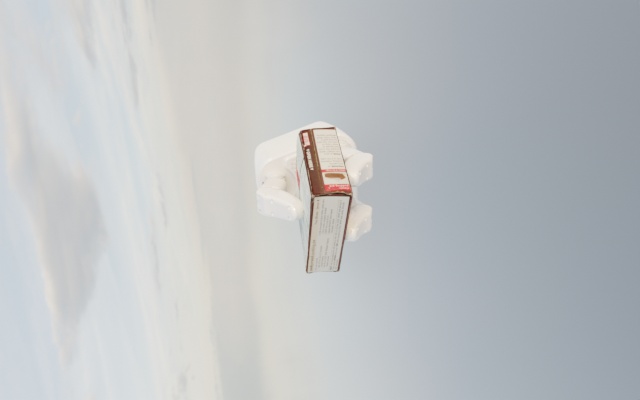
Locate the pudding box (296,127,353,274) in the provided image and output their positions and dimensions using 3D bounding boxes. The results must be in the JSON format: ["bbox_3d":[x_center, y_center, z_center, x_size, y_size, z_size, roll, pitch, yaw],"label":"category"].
[{"bbox_3d":[0.000,0.001,0.454,0.039,0.090,0.114,-5,-42,-8],"label":"pudding box"}]
